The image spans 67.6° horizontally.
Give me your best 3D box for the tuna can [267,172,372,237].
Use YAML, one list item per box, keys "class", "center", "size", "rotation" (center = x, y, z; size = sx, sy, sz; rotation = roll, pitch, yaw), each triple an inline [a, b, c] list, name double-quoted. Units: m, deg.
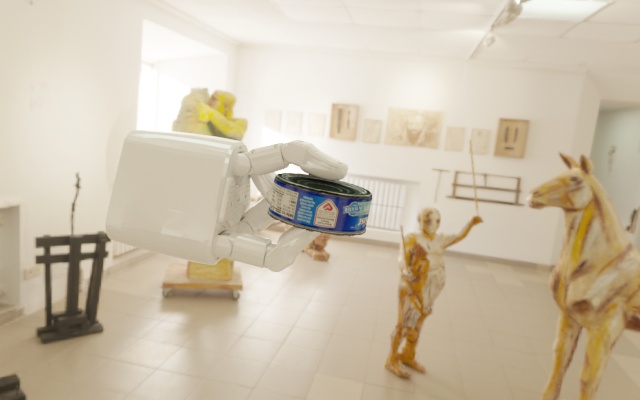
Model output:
- class: "tuna can"
  center: [0.000, 0.001, 0.405]
  size: [0.086, 0.034, 0.086]
  rotation: [11, 10, -2]
